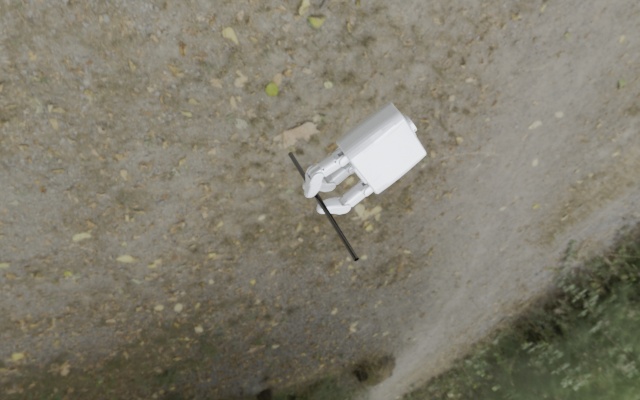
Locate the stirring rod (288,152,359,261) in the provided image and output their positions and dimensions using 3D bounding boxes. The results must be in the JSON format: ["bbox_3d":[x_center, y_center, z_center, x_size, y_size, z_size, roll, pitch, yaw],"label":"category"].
[{"bbox_3d":[0.000,0.002,0.769,0.011,0.239,0.011,-21,-35,-16],"label":"stirring rod"}]
